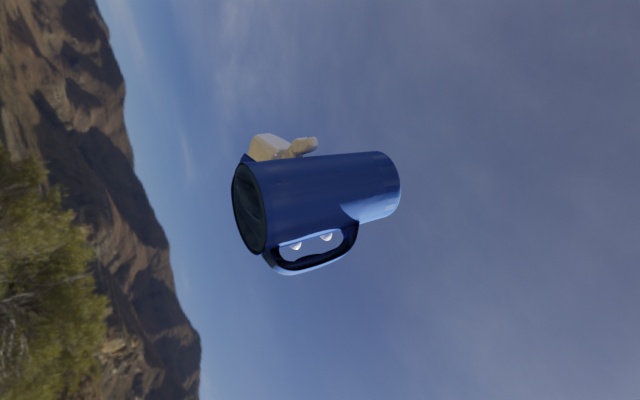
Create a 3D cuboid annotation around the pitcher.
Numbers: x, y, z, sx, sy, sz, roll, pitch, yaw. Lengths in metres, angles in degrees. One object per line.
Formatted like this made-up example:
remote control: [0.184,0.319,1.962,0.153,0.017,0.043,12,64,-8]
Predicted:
pitcher: [0.000,0.002,0.717,0.243,0.149,0.145,-11,25,-27]
